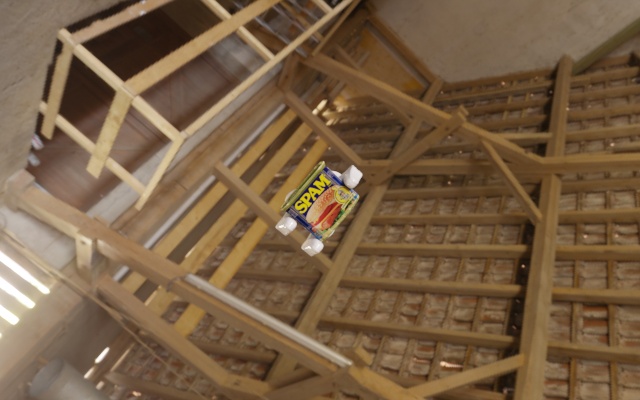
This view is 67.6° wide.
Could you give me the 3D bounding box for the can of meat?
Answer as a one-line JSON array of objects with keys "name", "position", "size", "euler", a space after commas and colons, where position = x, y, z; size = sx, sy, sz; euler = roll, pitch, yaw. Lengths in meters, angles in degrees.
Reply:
[{"name": "can of meat", "position": [0.000, 0.003, 0.766], "size": [0.084, 0.102, 0.057], "euler": [42, -4, -9]}]
